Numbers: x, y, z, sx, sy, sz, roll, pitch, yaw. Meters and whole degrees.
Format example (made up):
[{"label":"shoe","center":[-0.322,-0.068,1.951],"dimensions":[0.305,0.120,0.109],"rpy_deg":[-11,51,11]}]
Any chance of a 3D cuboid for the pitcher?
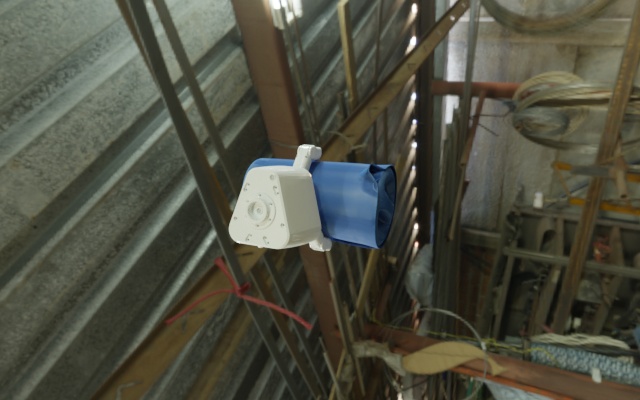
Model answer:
[{"label":"pitcher","center":[0.000,0.003,0.797],"dimensions":[0.243,0.149,0.145],"rpy_deg":[8,6,21]}]
